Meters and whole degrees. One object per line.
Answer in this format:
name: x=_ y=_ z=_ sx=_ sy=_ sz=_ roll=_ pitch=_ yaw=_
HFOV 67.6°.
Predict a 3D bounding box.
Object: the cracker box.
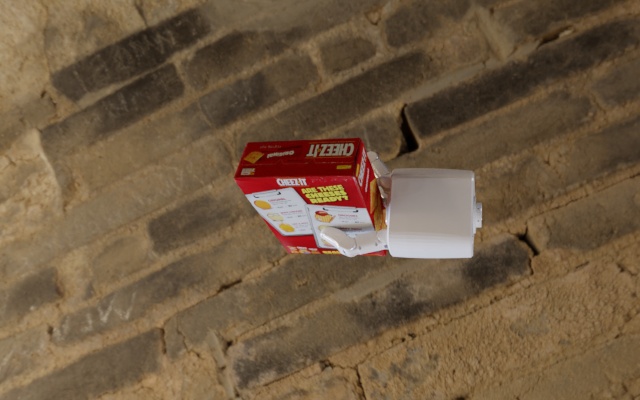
cracker box: x=0.000 y=0.002 z=0.682 sx=0.164 sy=0.072 sz=0.214 roll=0 pitch=-33 yaw=19
